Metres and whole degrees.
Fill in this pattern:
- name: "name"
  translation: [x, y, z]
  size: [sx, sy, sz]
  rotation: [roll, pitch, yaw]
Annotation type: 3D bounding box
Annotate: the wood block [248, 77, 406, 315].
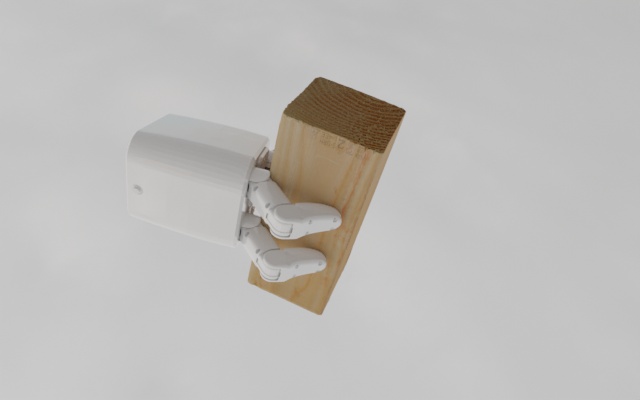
- name: "wood block"
  translation: [0.000, 0.001, 0.466]
  size: [0.090, 0.206, 0.090]
  rotation: [23, 39, 7]
